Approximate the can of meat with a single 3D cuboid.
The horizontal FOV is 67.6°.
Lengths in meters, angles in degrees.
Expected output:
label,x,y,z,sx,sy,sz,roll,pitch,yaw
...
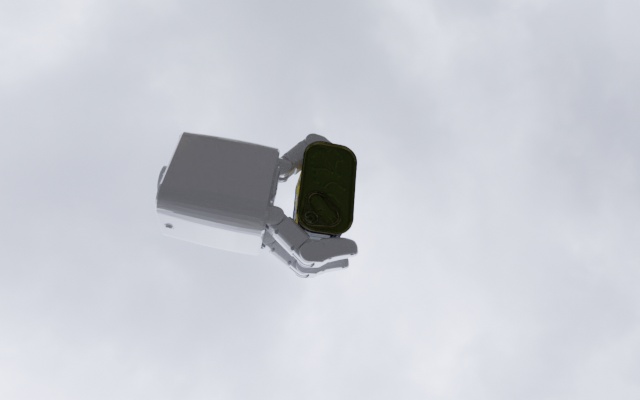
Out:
label,x,y,z,sx,sy,sz,roll,pitch,yaw
can of meat,0.000,0.002,0.518,0.057,0.102,0.084,9,-25,-8
